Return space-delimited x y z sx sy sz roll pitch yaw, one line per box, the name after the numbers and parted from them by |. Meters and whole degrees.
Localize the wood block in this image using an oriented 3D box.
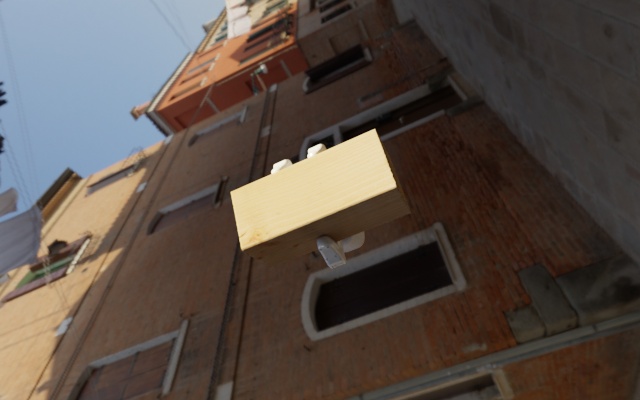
0.000 0.003 0.625 0.206 0.090 0.090 -23 -29 12 | wood block
